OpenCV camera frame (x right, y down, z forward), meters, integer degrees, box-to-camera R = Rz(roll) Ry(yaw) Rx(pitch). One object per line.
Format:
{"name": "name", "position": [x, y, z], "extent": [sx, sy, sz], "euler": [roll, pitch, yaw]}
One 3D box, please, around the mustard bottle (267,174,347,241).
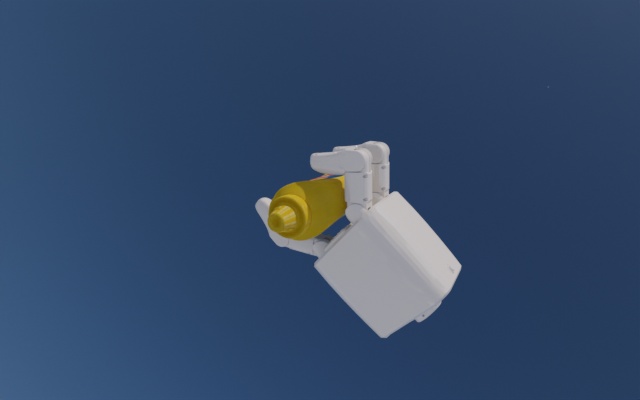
{"name": "mustard bottle", "position": [0.000, 0.001, 0.513], "extent": [0.096, 0.058, 0.191], "euler": [-19, 4, 28]}
